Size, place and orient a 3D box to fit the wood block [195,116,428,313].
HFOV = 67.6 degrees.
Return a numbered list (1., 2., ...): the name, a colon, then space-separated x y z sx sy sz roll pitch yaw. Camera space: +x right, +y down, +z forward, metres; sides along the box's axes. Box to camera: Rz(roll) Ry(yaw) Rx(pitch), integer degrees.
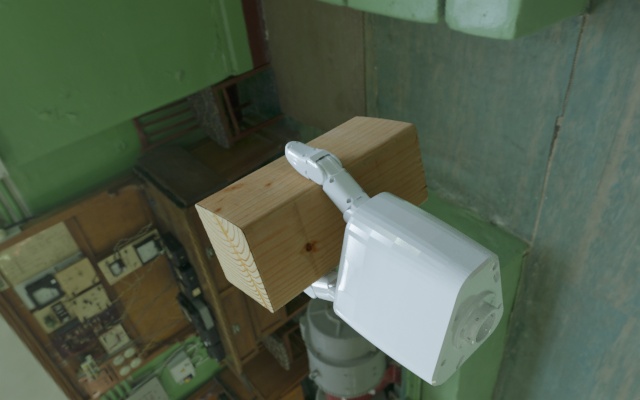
1. wood block: 0.000 0.001 0.467 0.206 0.091 0.090 -32 31 -28
